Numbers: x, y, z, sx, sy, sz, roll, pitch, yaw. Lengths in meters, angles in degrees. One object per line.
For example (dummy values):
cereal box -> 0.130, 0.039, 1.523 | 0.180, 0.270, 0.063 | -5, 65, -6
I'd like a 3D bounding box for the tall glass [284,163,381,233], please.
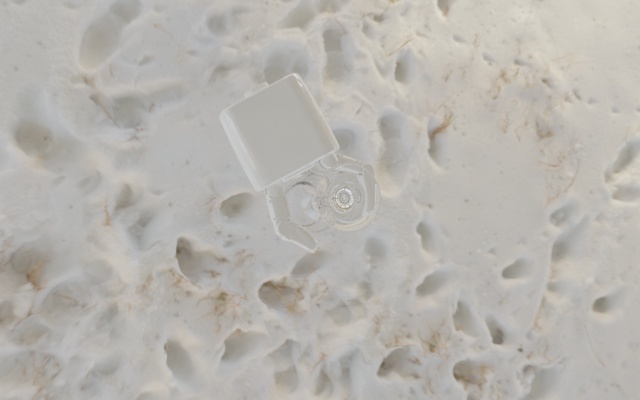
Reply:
tall glass -> 0.000, 0.002, 0.597 | 0.079, 0.079, 0.201 | 0, -3, -17
